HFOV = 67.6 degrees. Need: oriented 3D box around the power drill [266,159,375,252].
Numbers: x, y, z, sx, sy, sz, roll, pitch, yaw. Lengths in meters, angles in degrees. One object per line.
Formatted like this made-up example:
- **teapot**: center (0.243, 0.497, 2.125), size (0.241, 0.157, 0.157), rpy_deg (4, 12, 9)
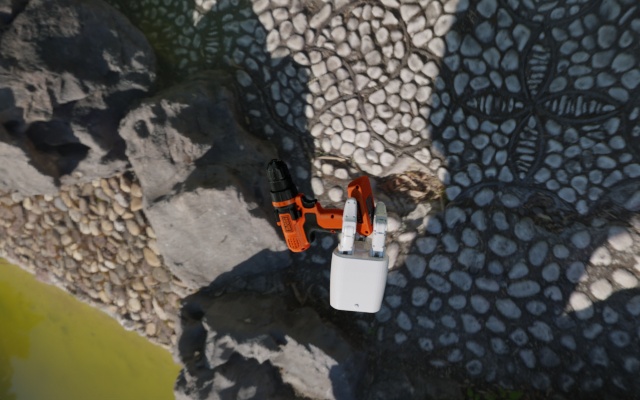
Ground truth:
- **power drill**: center (0.001, 0.003, 0.866), size (0.187, 0.184, 0.057), rpy_deg (-6, 23, 26)
